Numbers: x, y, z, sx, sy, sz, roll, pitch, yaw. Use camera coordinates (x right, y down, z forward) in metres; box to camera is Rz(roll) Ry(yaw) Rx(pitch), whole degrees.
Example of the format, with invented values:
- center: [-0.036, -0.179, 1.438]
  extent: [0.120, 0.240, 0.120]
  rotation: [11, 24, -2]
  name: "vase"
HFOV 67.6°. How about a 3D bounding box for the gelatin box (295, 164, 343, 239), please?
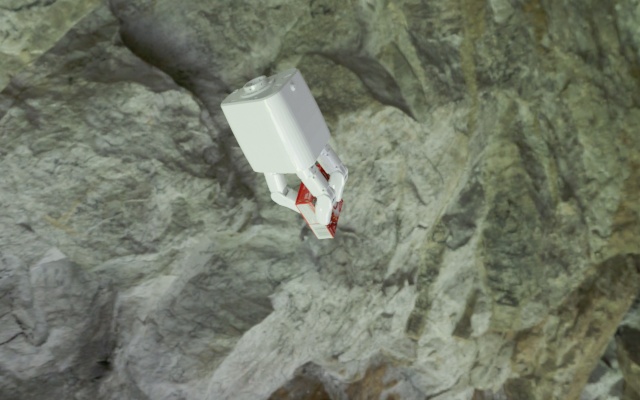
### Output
- center: [0.000, 0.003, 0.709]
  extent: [0.030, 0.073, 0.089]
  rotation: [-5, -42, 26]
  name: "gelatin box"
